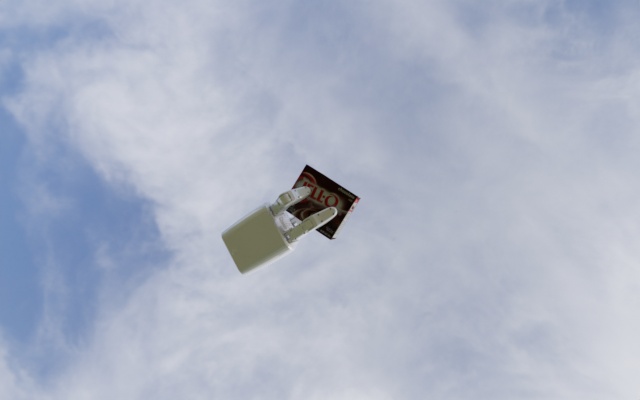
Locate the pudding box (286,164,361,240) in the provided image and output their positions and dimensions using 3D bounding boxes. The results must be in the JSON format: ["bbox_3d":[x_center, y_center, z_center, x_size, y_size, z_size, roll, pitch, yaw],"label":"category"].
[{"bbox_3d":[0.000,0.003,0.841,0.113,0.090,0.039,32,5,13],"label":"pudding box"}]
